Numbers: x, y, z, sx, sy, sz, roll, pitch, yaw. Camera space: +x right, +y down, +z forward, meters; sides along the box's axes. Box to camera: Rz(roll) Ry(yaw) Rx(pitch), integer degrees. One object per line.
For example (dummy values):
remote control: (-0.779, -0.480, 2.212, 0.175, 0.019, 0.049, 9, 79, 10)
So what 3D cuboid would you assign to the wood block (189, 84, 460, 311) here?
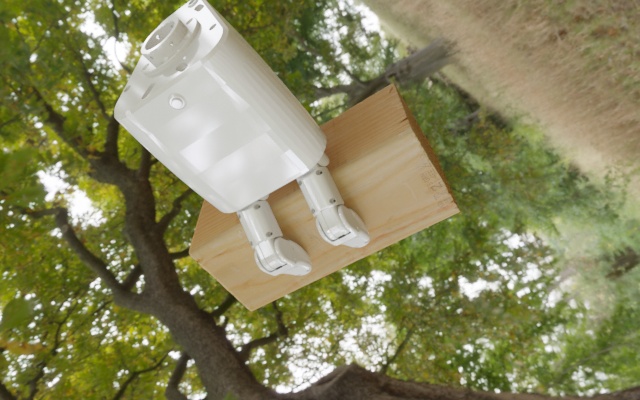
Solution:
wood block: (0.000, 0.001, 0.418, 0.206, 0.090, 0.090, -28, 32, 18)
